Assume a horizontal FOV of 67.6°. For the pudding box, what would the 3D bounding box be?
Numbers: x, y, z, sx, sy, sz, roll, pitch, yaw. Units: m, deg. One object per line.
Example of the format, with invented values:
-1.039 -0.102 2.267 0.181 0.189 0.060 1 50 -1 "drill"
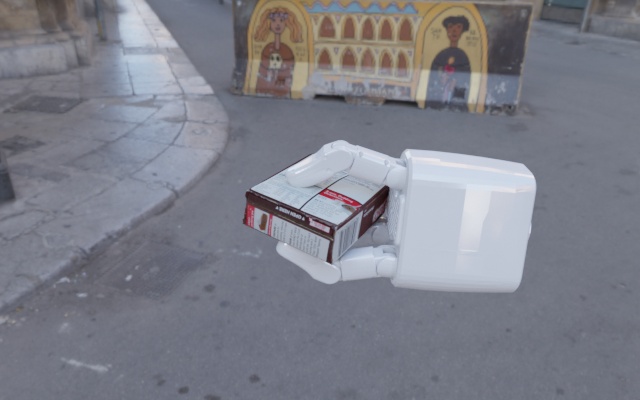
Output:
0.000 0.001 0.427 0.090 0.039 0.113 21 29 22 "pudding box"
